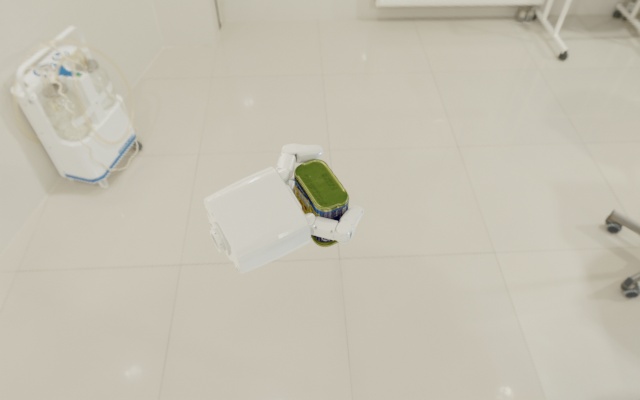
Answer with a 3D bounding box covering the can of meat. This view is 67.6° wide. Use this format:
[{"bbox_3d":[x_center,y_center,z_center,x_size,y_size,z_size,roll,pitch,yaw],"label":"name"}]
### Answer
[{"bbox_3d":[0.000,0.002,0.698,0.057,0.102,0.084,-22,-37,-18],"label":"can of meat"}]
